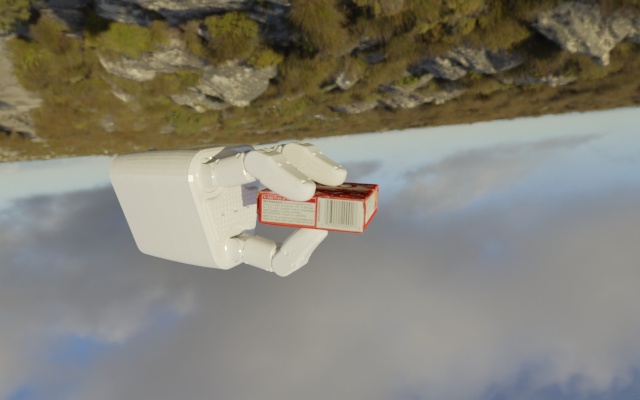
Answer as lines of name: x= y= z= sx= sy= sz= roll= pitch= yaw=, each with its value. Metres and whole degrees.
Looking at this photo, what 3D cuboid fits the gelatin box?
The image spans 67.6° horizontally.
gelatin box: x=0.000 y=0.002 z=0.405 sx=0.089 sy=0.030 sz=0.073 roll=5 pitch=12 yaw=14
